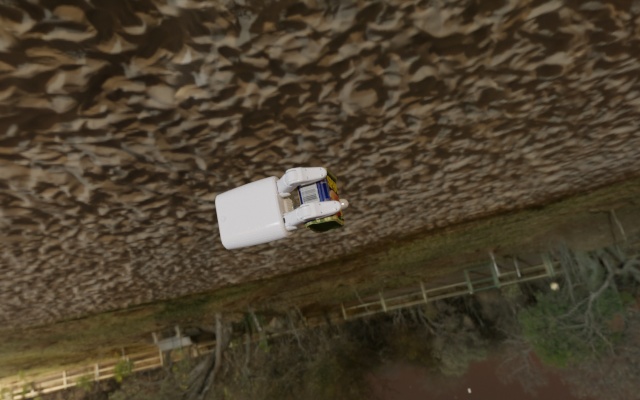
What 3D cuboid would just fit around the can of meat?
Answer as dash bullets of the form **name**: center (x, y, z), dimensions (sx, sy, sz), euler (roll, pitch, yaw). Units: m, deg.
- **can of meat**: center (0.000, 0.003, 0.766), dimensions (0.057, 0.084, 0.102), euler (-15, -13, 11)
